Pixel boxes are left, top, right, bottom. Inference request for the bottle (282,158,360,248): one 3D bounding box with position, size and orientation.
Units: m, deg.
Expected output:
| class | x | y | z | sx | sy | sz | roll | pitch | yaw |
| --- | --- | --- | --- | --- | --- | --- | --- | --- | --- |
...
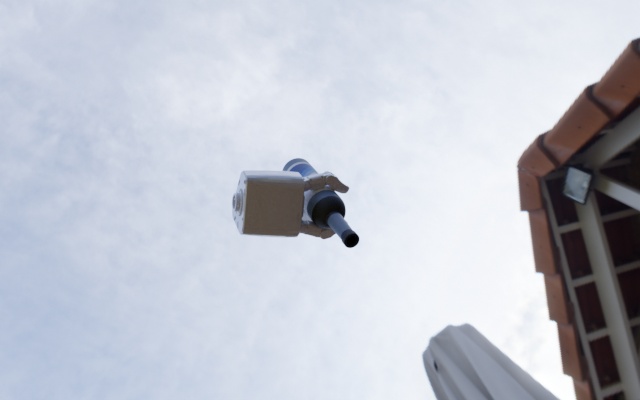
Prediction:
| class | x | y | z | sx | sy | sz | roll | pitch | yaw |
| --- | --- | --- | --- | --- | --- | --- | --- | --- | --- |
| bottle | 0.000 | 0.003 | 0.890 | 0.069 | 0.069 | 0.295 | 0 | 25 | -22 |
